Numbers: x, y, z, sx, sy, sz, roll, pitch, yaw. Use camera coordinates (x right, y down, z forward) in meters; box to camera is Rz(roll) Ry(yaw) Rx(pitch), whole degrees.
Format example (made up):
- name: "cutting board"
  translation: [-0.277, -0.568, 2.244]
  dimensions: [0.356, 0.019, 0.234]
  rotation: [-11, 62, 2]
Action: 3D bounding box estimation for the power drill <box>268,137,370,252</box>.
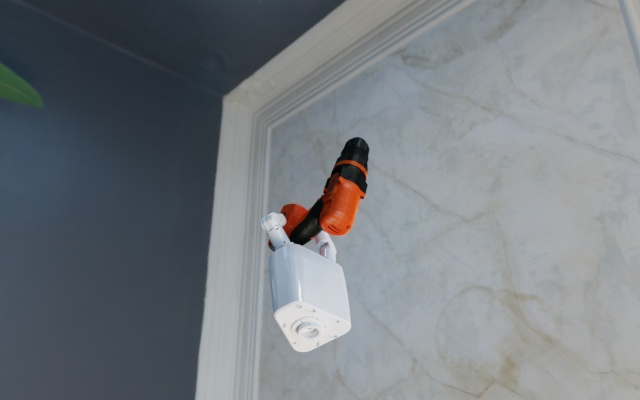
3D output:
- name: "power drill"
  translation: [0.000, 0.003, 0.740]
  dimensions: [0.057, 0.184, 0.188]
  rotation: [34, -44, -15]
